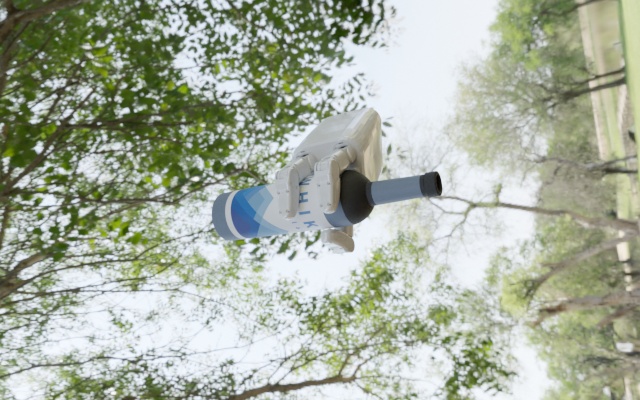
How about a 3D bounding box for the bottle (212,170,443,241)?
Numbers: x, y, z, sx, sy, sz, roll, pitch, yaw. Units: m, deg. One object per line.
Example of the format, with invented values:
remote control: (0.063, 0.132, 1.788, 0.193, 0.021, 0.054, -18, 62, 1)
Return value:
bottle: (0.000, 0.002, 0.582, 0.296, 0.069, 0.069, -9, -5, 29)
